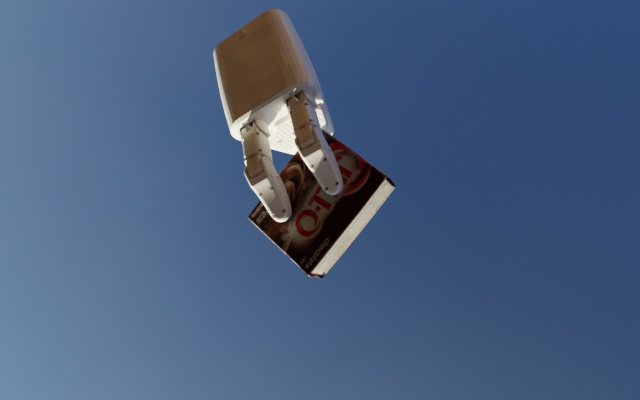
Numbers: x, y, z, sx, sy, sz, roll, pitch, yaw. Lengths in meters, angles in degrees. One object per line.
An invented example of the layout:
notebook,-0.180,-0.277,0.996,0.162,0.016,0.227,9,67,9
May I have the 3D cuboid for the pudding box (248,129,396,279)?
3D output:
pudding box,0.000,0.001,0.445,0.090,0.113,0.039,40,6,30
